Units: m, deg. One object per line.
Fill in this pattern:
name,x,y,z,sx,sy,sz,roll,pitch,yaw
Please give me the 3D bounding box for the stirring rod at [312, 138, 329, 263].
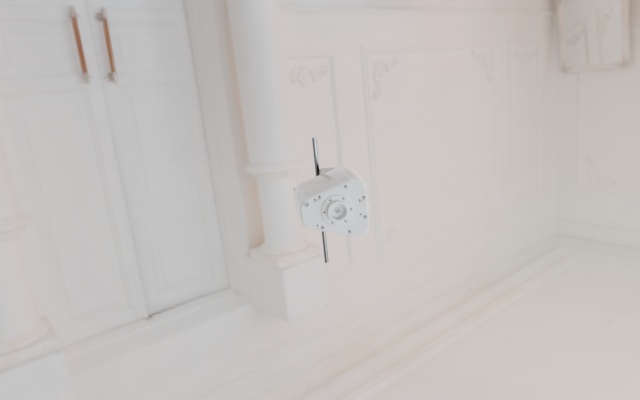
stirring rod,0.000,0.003,0.894,0.011,0.239,0.011,-5,13,1
